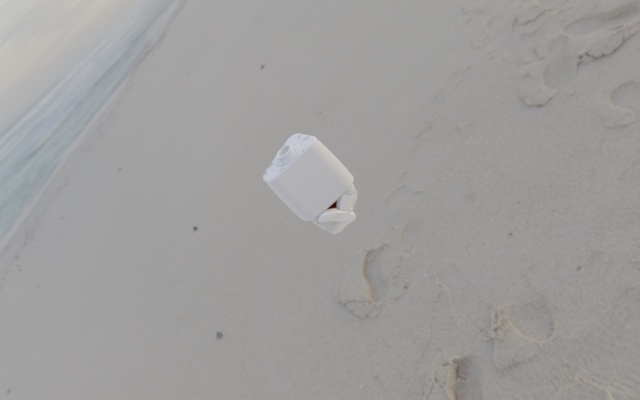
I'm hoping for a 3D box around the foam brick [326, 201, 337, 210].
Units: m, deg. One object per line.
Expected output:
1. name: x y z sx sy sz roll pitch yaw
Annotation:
1. foam brick: 0.000 0.003 0.893 0.051 0.053 0.078 44 -11 -30
